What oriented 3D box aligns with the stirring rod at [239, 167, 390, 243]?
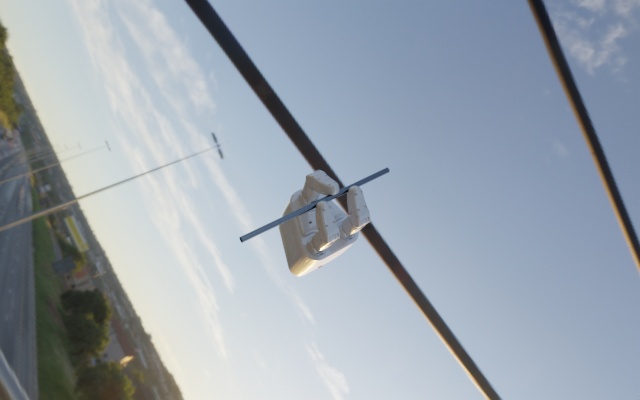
[{"bbox_3d":[0.000,0.002,0.636,0.239,0.011,0.011,-25,12,-27],"label":"stirring rod"}]
